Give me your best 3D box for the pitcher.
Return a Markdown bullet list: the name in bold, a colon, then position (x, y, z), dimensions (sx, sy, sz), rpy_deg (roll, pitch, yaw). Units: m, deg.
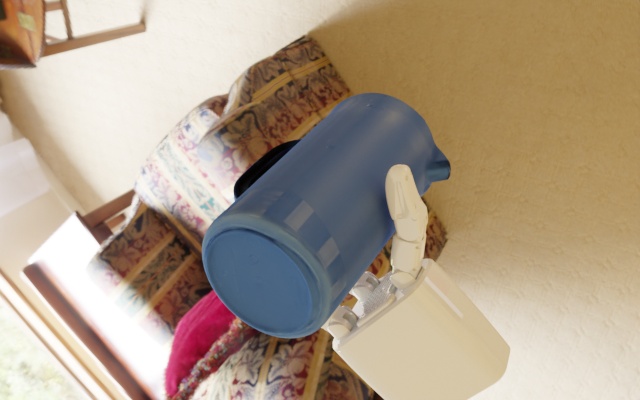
- **pitcher**: position (0.000, 0.002, 0.428), dimensions (0.149, 0.145, 0.242), rpy_deg (-39, 4, 40)
